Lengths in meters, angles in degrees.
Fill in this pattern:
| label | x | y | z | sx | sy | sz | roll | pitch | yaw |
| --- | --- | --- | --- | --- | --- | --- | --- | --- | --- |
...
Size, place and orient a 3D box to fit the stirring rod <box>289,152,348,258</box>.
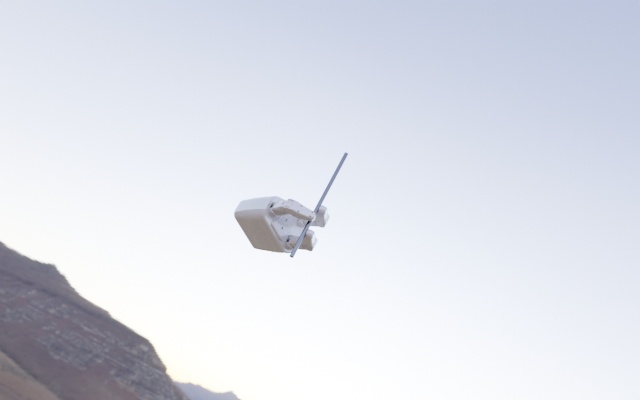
| label | x | y | z | sx | sy | sz | roll | pitch | yaw |
| --- | --- | --- | --- | --- | --- | --- | --- | --- | --- |
| stirring rod | 0.000 | 0.003 | 0.881 | 0.011 | 0.239 | 0.011 | 22 | -27 | 12 |
